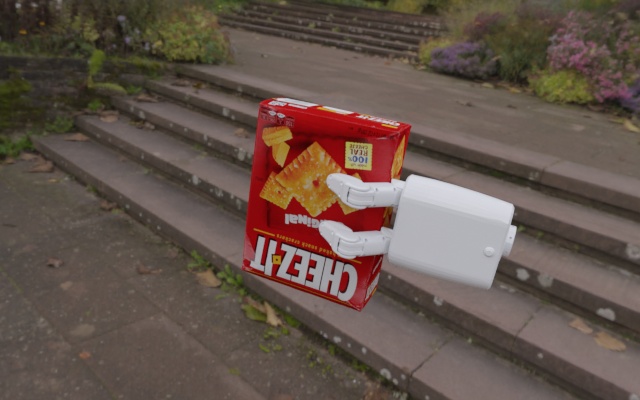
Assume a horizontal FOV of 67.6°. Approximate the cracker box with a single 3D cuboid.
[{"bbox_3d":[0.000,0.002,0.557,0.164,0.214,0.072,16,20,18],"label":"cracker box"}]
